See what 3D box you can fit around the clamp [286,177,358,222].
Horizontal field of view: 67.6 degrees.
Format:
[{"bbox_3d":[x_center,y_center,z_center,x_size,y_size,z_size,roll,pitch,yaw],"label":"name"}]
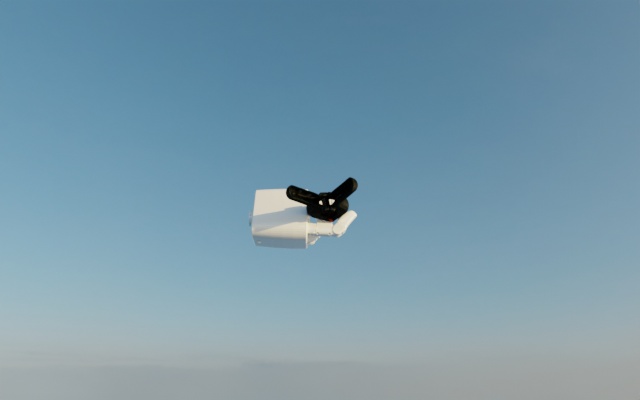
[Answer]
[{"bbox_3d":[0.000,0.002,0.859,0.120,0.039,0.171,1,-22,-1],"label":"clamp"}]
